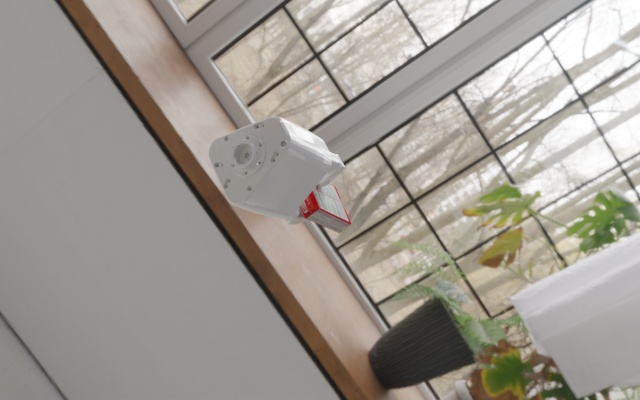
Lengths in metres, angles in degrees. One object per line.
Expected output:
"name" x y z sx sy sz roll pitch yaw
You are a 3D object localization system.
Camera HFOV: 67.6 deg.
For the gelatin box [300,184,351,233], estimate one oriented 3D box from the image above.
"gelatin box" 0.001 0.002 0.705 0.030 0.073 0.089 -37 -35 22
